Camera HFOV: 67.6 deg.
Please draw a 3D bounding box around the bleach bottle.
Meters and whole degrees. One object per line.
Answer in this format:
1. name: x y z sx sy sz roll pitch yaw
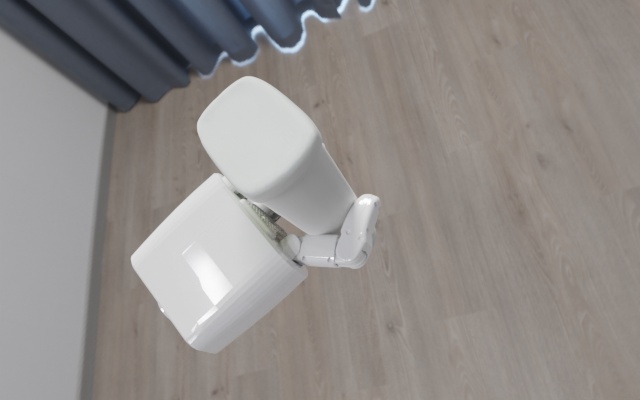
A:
1. bleach bottle: 0.000 0.001 0.423 0.102 0.068 0.251 47 0 34
